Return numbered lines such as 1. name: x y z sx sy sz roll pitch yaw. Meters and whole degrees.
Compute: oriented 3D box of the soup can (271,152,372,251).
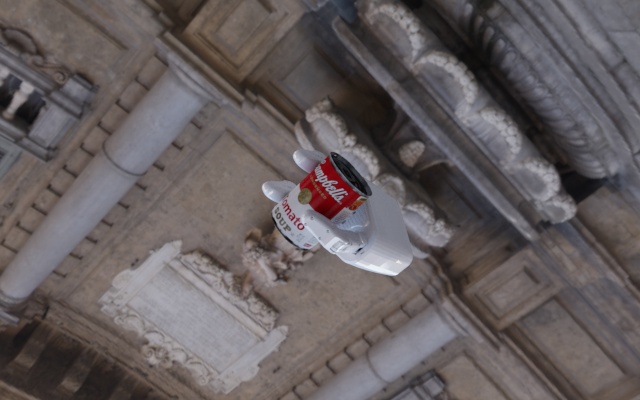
1. soup can: 0.000 0.002 0.557 0.102 0.068 0.068 -43 -16 18
